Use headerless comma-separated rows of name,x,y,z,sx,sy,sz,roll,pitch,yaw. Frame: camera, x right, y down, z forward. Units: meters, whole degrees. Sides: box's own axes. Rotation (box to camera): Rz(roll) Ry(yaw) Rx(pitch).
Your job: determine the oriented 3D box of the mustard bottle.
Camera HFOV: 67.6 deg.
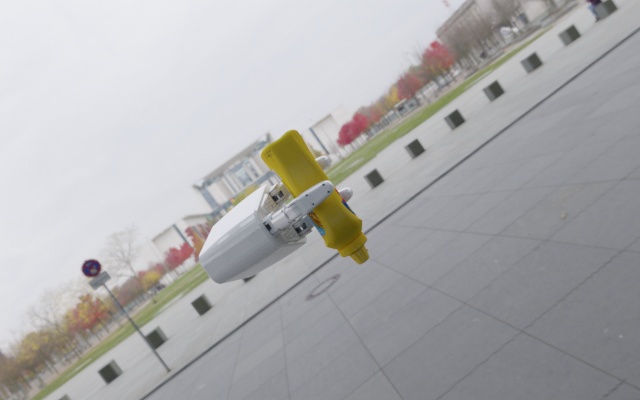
mustard bottle,0.000,0.002,0.615,0.058,0.191,0.096,-36,3,-6
